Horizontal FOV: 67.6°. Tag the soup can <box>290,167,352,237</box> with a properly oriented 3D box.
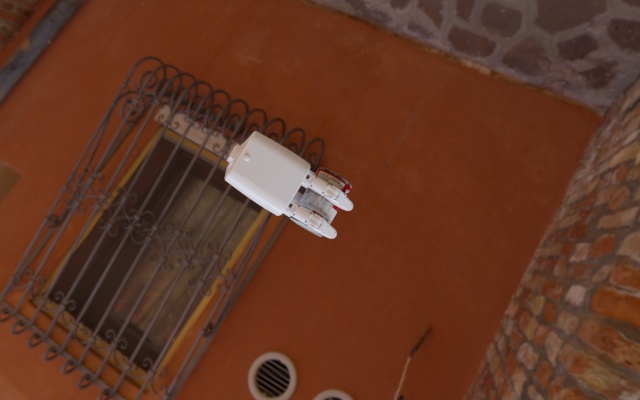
[{"bbox_3d":[0.000,0.003,0.825,0.068,0.102,0.068,30,-8,5],"label":"soup can"}]
